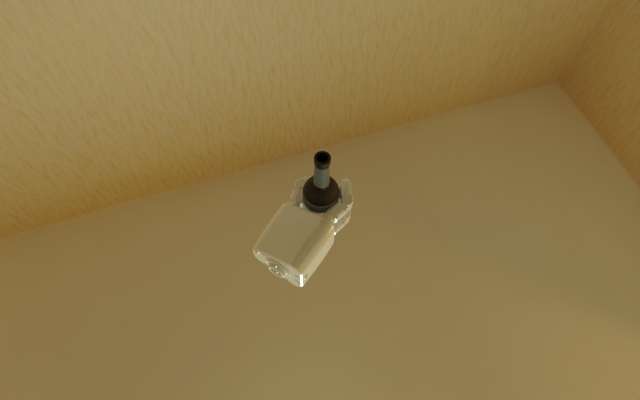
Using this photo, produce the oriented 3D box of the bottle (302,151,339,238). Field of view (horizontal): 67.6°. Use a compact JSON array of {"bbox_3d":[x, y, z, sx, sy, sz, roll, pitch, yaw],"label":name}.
[{"bbox_3d":[0.000,0.003,0.888,0.069,0.069,0.296,0,-29,-1],"label":"bottle"}]
